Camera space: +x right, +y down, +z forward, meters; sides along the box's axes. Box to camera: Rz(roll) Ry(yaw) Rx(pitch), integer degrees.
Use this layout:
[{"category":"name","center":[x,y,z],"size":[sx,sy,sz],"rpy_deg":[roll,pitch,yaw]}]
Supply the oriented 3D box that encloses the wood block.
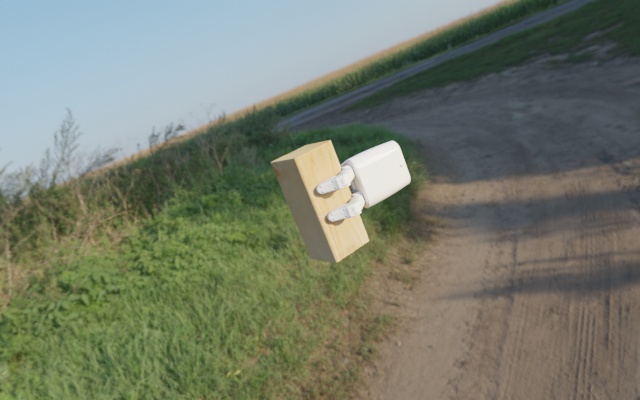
[{"category":"wood block","center":[0.000,0.003,0.898],"size":[0.090,0.206,0.091],"rpy_deg":[-30,16,-30]}]
